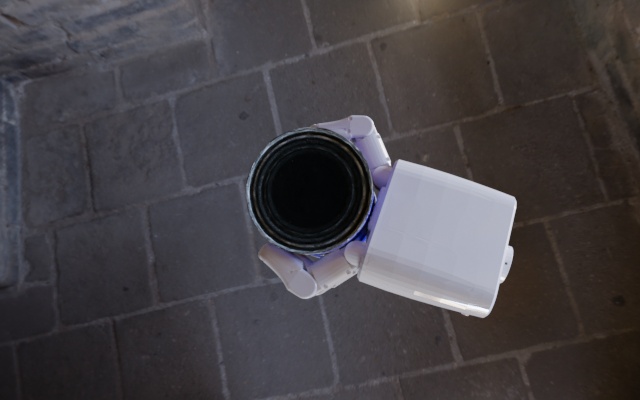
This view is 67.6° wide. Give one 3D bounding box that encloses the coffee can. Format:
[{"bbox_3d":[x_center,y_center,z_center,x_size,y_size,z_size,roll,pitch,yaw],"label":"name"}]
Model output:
[{"bbox_3d":[0.000,0.001,0.443,0.103,0.103,0.140,0,-8,8],"label":"coffee can"}]
